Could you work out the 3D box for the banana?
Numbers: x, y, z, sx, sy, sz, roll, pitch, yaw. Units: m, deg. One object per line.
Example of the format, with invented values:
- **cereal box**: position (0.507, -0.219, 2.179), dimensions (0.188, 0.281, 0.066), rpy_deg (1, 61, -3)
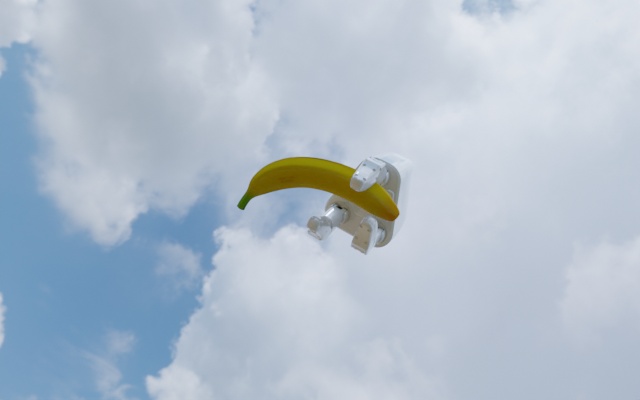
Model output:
- **banana**: position (-0.002, -0.017, 0.570), dimensions (0.198, 0.069, 0.037), rpy_deg (4, 5, 16)
